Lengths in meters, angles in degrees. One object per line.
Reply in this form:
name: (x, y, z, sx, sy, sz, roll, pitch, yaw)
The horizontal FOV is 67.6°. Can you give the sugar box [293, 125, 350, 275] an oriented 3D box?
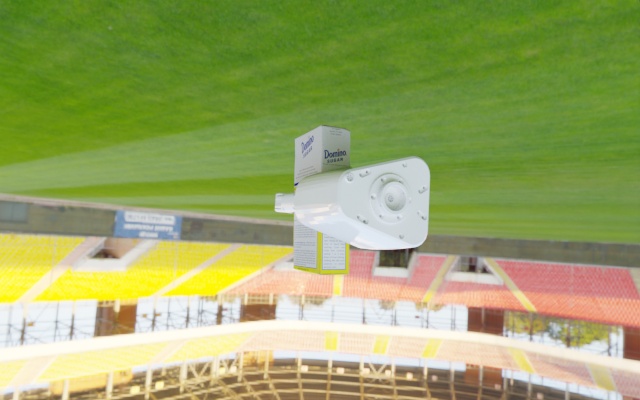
sugar box: (0.001, 0.002, 0.599, 0.048, 0.176, 0.093, 5, -5, -24)
